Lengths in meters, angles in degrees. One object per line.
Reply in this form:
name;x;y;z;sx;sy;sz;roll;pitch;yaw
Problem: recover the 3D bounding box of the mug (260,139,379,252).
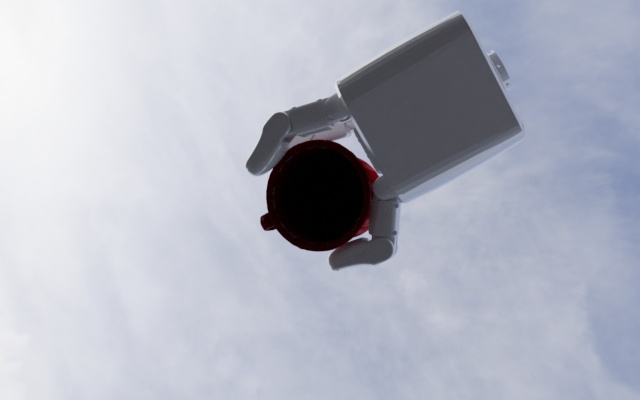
mug;-0.001;0.002;0.435;0.117;0.093;0.081;-27;-9;18
